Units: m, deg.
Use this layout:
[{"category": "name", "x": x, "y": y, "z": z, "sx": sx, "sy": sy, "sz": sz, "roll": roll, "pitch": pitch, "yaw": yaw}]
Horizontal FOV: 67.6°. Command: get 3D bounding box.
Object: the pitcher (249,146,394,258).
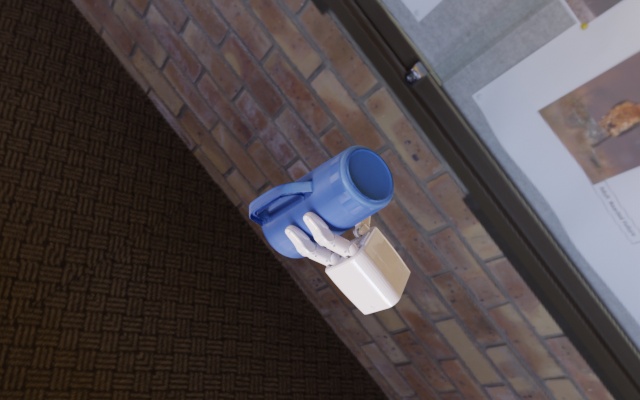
[{"category": "pitcher", "x": 0.000, "y": 0.003, "z": 0.814, "sx": 0.243, "sy": 0.145, "sz": 0.149, "roll": -33, "pitch": 7, "yaw": 48}]
